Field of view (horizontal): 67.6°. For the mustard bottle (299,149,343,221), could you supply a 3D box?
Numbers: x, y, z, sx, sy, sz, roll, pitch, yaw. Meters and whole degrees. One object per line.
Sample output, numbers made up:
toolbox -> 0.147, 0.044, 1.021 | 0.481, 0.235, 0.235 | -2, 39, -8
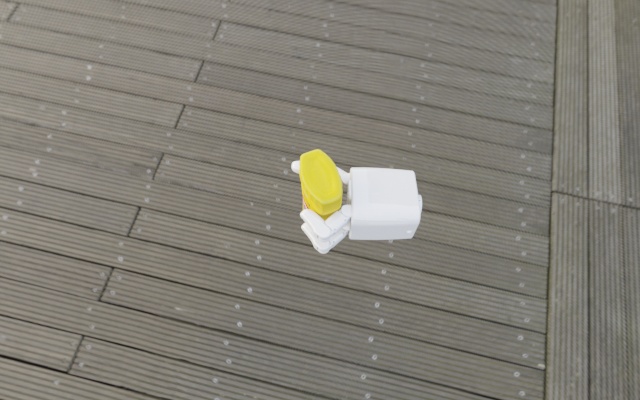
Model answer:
mustard bottle -> 0.000, 0.003, 0.796 | 0.058, 0.096, 0.192 | -21, -24, -10
